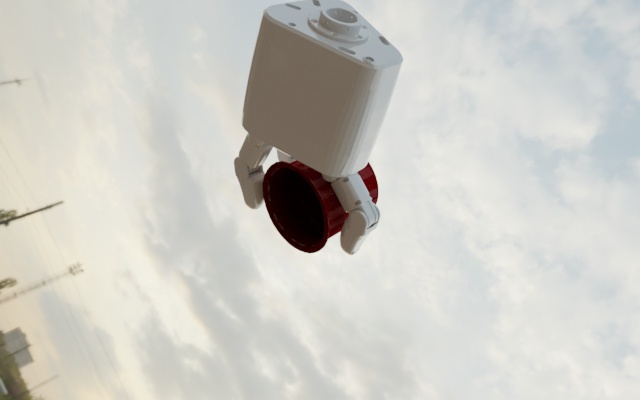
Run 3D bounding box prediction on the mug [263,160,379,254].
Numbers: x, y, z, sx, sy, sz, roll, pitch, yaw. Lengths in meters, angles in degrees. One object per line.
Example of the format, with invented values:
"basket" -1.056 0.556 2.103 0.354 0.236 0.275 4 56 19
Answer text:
"mug" 0.000 0.003 0.482 0.081 0.117 0.093 -27 60 -37
